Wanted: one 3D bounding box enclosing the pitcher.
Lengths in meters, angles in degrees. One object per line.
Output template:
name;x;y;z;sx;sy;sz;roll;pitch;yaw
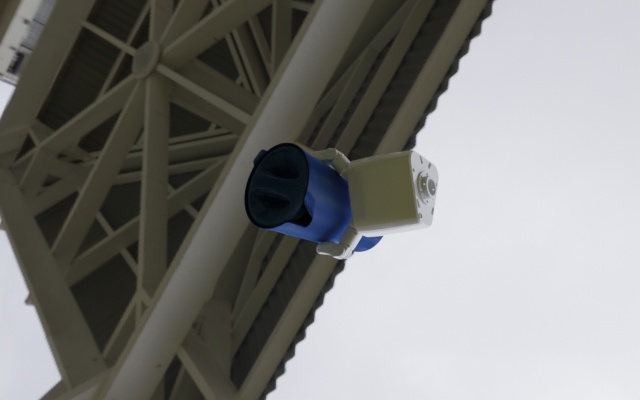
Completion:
pitcher;0.000;0.003;0.788;0.145;0.149;0.243;-10;-23;38
